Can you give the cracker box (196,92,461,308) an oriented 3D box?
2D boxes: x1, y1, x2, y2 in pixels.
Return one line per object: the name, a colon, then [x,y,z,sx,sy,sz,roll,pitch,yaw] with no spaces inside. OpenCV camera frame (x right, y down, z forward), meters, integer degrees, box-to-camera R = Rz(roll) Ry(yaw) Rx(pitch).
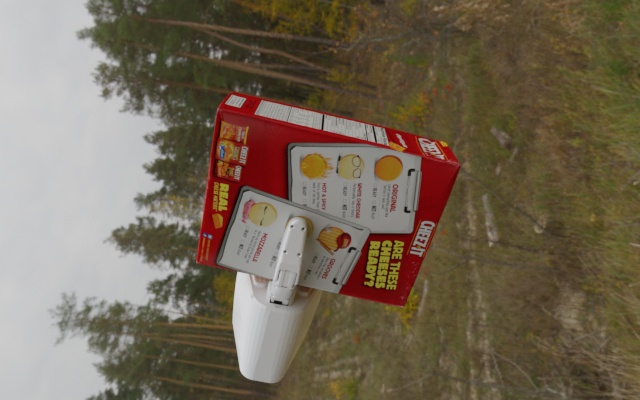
cracker box: [0.000,0.002,0.463,0.214,0.164,0.072,12,28,-5]
